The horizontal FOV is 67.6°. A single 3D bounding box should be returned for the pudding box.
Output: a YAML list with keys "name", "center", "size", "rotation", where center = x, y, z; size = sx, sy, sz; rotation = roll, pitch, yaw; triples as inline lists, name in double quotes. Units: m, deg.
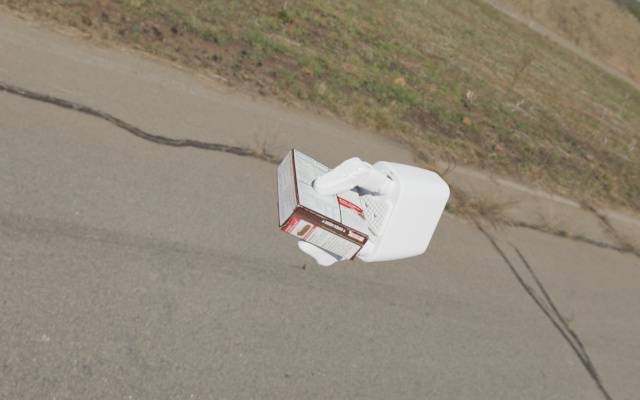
- name: "pudding box"
  center: [0.000, 0.002, 0.512]
  size: [0.090, 0.039, 0.113]
  rotation: [25, 28, -22]
